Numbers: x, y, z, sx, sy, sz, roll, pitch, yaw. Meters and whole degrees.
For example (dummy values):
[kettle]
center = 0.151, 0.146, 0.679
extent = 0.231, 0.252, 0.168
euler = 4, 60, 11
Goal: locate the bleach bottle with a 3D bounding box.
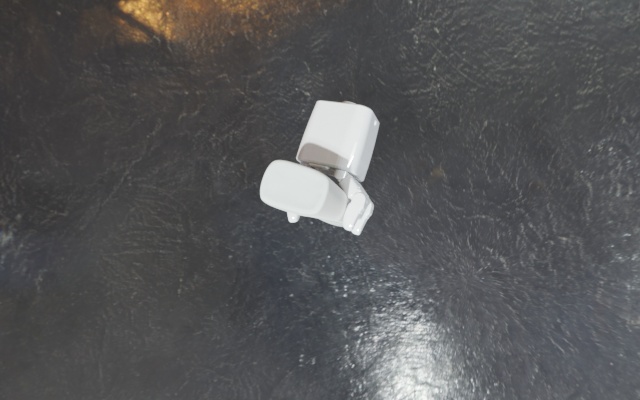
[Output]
[bleach bottle]
center = 0.000, 0.003, 0.767
extent = 0.102, 0.068, 0.251
euler = 17, -4, 19
